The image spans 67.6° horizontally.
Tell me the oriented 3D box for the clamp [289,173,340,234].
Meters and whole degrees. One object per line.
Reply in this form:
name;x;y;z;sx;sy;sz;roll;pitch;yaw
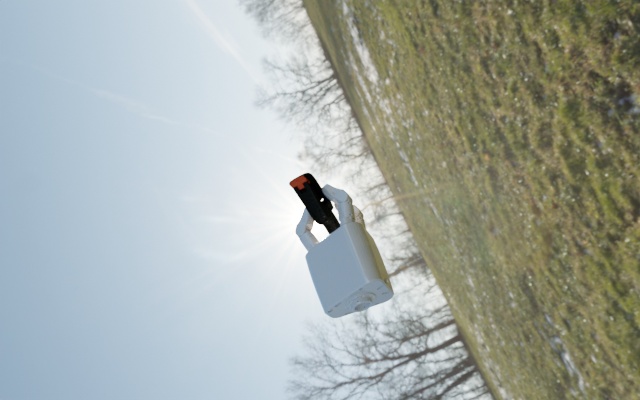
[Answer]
clamp;-0.001;0.003;0.829;0.036;0.164;0.210;-27;-37;10
